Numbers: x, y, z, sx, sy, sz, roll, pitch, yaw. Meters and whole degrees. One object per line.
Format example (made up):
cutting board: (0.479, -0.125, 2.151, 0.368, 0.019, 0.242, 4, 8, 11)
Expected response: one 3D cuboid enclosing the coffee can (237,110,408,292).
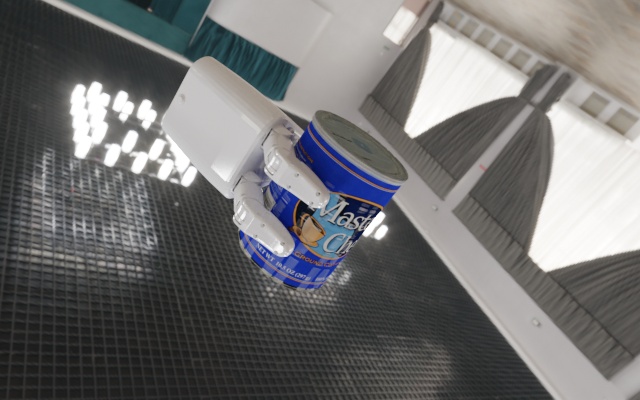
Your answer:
coffee can: (0.000, 0.001, 0.454, 0.103, 0.140, 0.102, 31, 22, -14)
